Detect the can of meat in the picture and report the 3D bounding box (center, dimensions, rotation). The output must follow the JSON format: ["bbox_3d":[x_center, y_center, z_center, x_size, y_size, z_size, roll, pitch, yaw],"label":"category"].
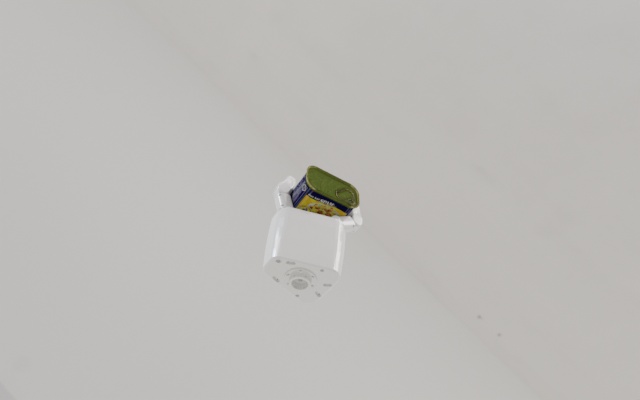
[{"bbox_3d":[0.000,0.003,0.799,0.102,0.057,0.084,25,-52,-20],"label":"can of meat"}]
